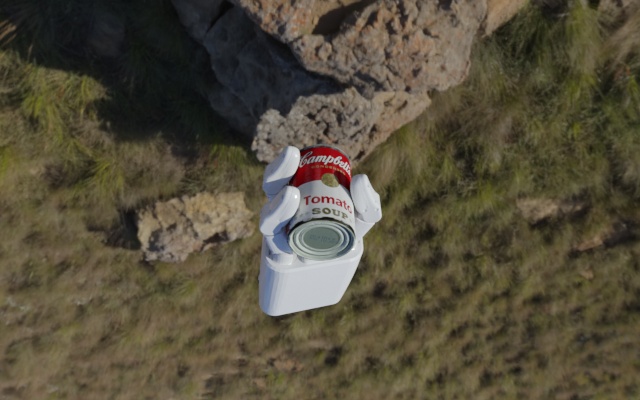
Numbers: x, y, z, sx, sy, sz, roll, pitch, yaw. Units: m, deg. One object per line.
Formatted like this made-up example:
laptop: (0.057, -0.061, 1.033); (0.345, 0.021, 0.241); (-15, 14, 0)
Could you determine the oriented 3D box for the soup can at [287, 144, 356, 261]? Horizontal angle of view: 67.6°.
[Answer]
soup can: (0.000, 0.002, 0.488); (0.068, 0.102, 0.069); (-1, -42, 0)
